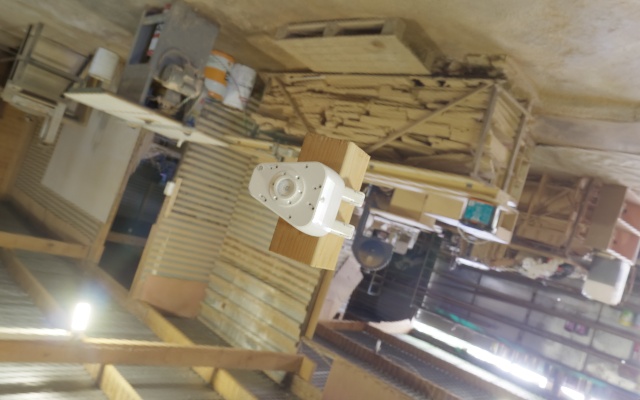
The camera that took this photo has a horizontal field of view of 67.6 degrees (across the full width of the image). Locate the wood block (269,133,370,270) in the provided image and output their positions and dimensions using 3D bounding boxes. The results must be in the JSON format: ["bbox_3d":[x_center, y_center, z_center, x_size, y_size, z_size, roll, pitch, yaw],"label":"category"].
[{"bbox_3d":[0.000,0.003,0.805,0.091,0.206,0.090,17,-3,28],"label":"wood block"}]
